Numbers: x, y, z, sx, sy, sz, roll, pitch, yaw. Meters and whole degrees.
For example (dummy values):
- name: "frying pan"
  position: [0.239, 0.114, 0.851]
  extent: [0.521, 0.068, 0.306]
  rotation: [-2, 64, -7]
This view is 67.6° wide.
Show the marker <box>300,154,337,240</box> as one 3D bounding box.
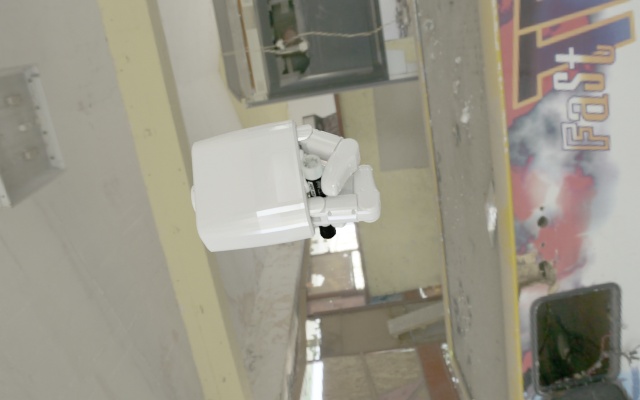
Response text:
- name: "marker"
  position: [0.000, 0.002, 0.473]
  extent: [0.020, 0.020, 0.121]
  rotation: [0, -37, 11]
